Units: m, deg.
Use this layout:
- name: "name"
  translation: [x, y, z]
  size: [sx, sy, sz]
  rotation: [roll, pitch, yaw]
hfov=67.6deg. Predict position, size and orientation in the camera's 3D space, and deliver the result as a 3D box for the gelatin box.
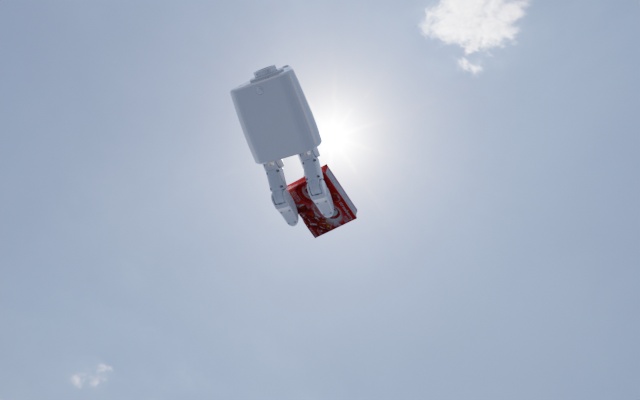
- name: "gelatin box"
  translation: [0.000, 0.002, 0.691]
  size: [0.073, 0.089, 0.030]
  rotation: [-27, 22, 21]
